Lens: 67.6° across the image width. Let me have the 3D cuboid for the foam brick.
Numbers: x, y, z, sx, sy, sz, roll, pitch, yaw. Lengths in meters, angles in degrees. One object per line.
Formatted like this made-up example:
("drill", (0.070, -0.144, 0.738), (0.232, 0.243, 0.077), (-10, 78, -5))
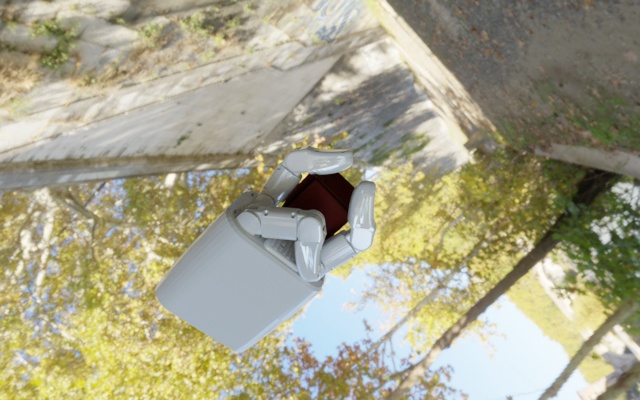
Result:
("foam brick", (0.000, 0.001, 0.463), (0.051, 0.053, 0.078), (-45, 6, 17))
